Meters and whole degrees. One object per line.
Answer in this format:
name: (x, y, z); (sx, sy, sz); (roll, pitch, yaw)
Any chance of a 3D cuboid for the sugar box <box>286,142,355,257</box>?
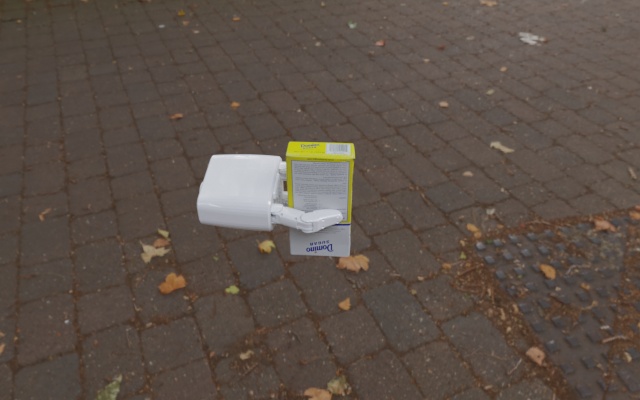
sugar box: (0.000, 0.002, 0.695); (0.093, 0.176, 0.048); (3, 37, 3)
